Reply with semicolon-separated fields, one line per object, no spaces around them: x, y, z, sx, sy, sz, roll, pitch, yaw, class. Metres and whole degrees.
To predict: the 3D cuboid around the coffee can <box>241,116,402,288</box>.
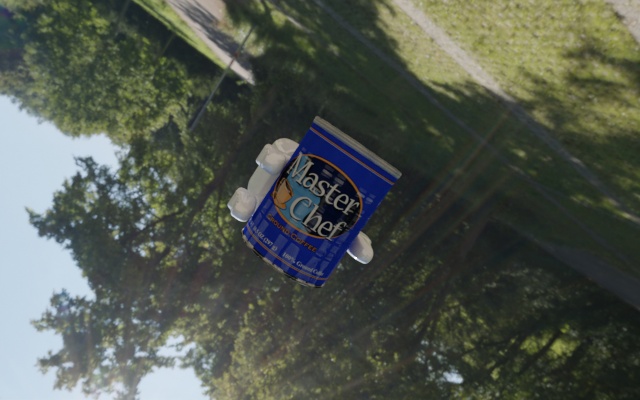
0.000;0.002;0.484;0.103;0.140;0.103;33;7;-5;coffee can
